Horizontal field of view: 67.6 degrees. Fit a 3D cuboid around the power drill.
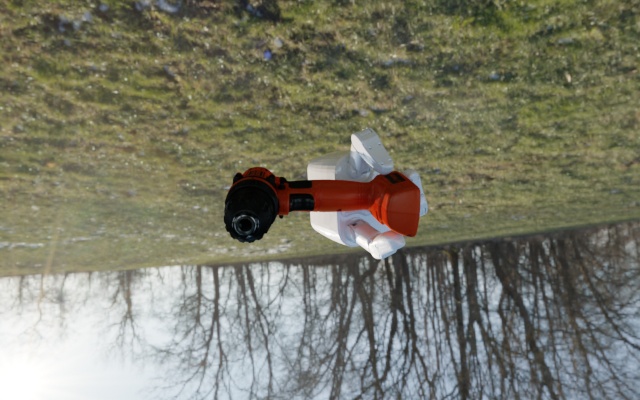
[{"bbox_3d":[0.001,0.002,0.482,0.187,0.057,0.184,3,14,-5],"label":"power drill"}]
